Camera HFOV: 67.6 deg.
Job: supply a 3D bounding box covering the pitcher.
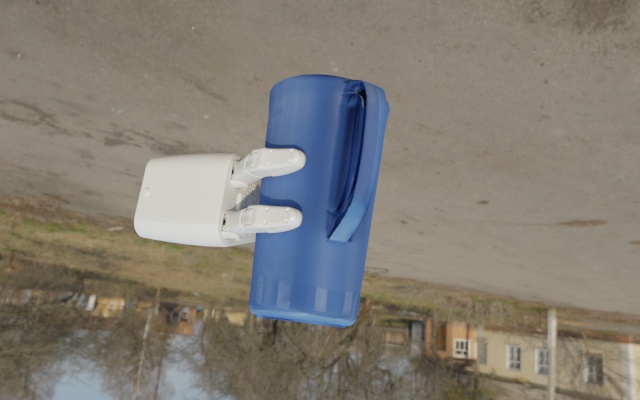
[{"bbox_3d":[0.000,0.002,0.490,0.145,0.242,0.149,2,-15,19],"label":"pitcher"}]
